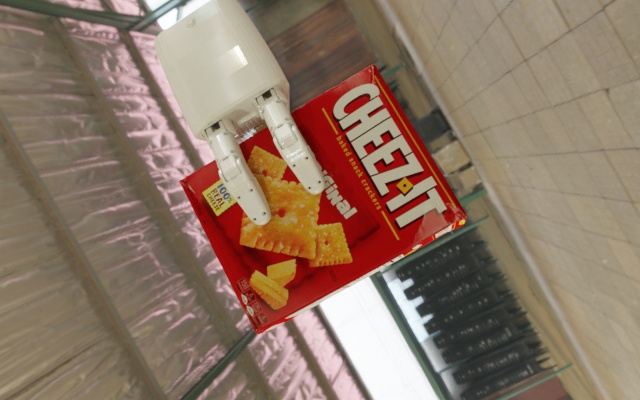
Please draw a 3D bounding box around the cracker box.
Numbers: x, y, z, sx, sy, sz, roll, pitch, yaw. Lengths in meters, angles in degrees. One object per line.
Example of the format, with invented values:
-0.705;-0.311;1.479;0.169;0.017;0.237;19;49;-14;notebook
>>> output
0.000;0.002;0.448;0.214;0.164;0.072;-30;-12;7;cracker box
